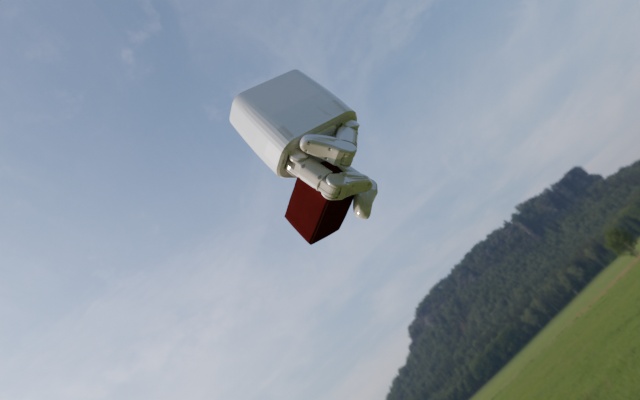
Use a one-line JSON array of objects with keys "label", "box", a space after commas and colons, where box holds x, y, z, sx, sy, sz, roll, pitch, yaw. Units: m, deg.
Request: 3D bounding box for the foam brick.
[{"label": "foam brick", "box": [0.000, 0.002, 0.565, 0.053, 0.078, 0.051, -23, 56, -42]}]
